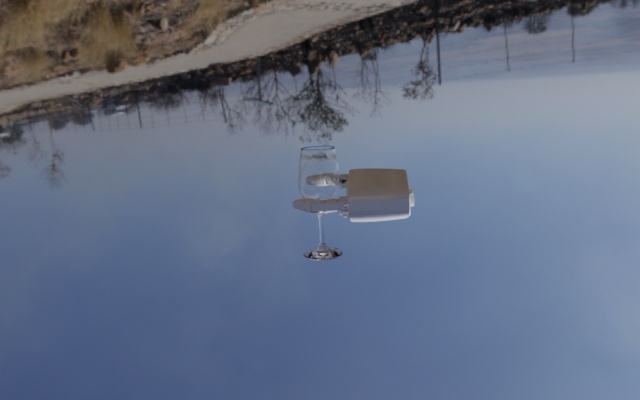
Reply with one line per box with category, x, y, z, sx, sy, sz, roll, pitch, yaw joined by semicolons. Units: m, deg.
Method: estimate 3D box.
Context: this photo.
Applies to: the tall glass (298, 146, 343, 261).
tall glass;0.000;0.004;0.874;0.079;0.201;0.079;-3;12;1
